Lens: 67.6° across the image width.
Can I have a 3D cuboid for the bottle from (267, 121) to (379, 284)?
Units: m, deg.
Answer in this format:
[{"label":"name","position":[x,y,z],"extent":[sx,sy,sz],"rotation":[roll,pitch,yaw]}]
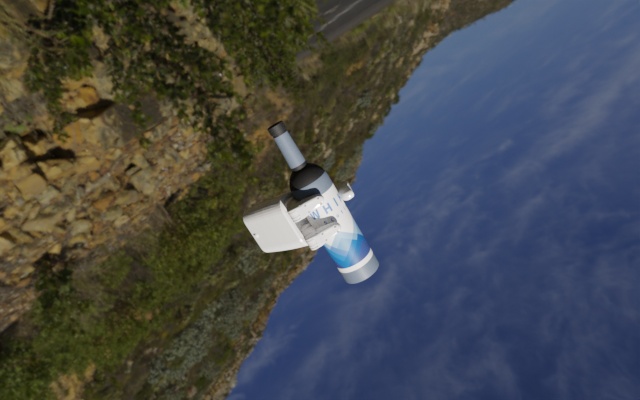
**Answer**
[{"label":"bottle","position":[0.000,0.003,0.790],"extent":[0.069,0.296,0.069],"rotation":[-28,17,9]}]
